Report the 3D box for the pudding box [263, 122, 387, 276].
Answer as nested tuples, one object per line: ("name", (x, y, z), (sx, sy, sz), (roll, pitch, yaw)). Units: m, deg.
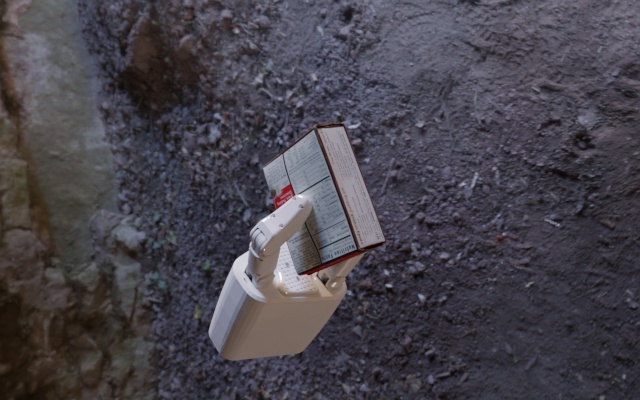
("pudding box", (0.000, 0.001, 0.422), (0.039, 0.113, 0.090), (-12, -11, -42))
